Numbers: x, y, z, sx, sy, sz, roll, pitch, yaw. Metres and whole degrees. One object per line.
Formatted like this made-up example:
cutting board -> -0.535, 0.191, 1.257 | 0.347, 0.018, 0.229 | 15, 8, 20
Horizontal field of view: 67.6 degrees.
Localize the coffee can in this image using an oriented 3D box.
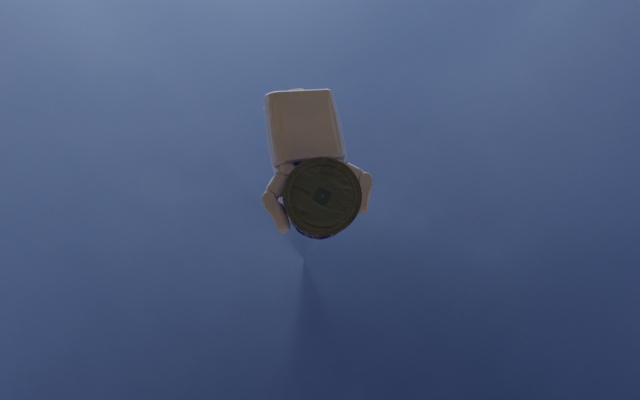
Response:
coffee can -> 0.000, 0.002, 0.683 | 0.103, 0.103, 0.140 | 0, -7, -2
